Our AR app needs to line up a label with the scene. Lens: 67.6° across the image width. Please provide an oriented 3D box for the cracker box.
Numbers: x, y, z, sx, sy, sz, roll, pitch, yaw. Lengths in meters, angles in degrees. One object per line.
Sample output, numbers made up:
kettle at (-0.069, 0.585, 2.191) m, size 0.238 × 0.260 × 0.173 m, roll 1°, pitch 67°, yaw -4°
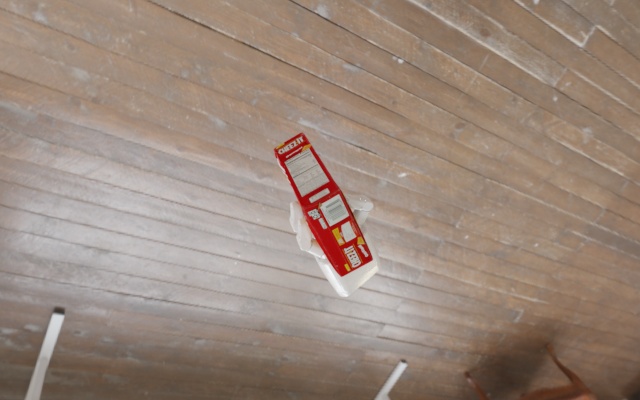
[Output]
cracker box at (0.000, 0.003, 0.825) m, size 0.072 × 0.164 × 0.213 m, roll -29°, pitch 36°, yaw -1°
